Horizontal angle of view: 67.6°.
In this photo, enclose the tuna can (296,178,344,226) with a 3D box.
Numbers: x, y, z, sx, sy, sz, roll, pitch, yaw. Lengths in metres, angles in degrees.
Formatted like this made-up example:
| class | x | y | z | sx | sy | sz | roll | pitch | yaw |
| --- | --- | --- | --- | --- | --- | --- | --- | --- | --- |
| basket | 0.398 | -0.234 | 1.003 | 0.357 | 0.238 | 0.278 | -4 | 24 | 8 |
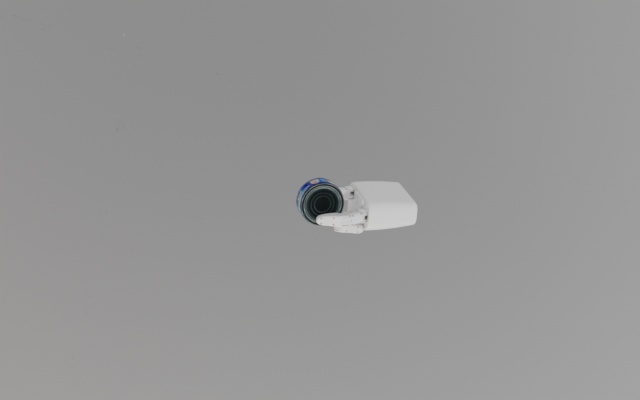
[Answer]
| class | x | y | z | sx | sy | sz | roll | pitch | yaw |
| --- | --- | --- | --- | --- | --- | --- | --- | --- | --- |
| tuna can | 0.000 | 0.003 | 0.890 | 0.086 | 0.086 | 0.033 | 0 | 18 | -17 |
